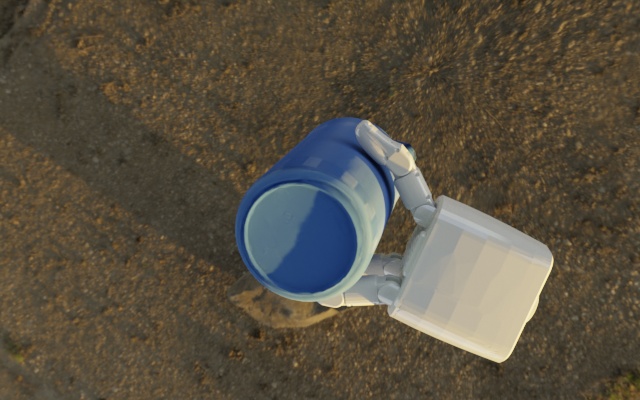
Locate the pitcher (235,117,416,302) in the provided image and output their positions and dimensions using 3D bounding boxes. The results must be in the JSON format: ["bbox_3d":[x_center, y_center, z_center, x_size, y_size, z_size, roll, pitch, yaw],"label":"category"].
[{"bbox_3d":[0.000,0.002,0.466,0.145,0.149,0.242,26,19,5],"label":"pitcher"}]
